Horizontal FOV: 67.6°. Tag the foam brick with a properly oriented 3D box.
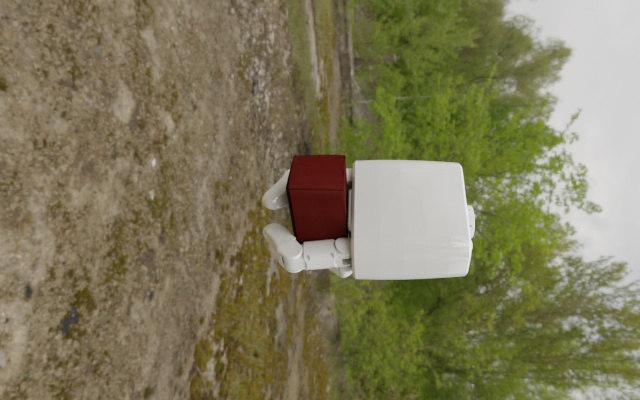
[{"bbox_3d":[0.000,0.001,0.454,0.051,0.078,0.053,0,42,7],"label":"foam brick"}]
